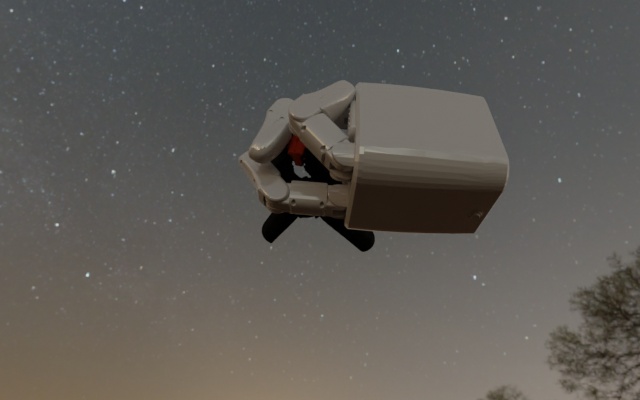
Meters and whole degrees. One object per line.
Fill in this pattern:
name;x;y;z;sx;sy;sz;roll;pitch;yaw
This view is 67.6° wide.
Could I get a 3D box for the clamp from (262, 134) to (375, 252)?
clamp;0.000;0.001;0.453;0.120;0.039;0.172;4;-31;-1
